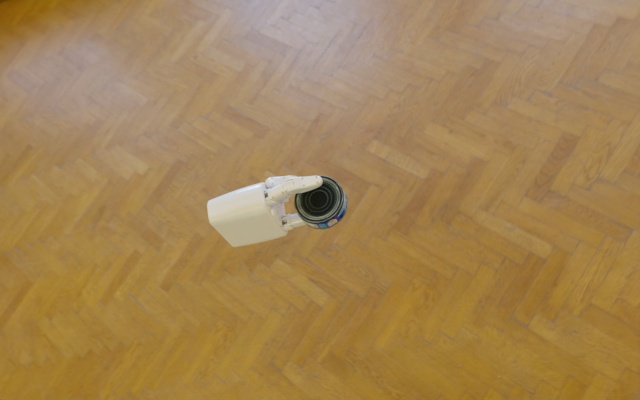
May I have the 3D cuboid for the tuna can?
[{"bbox_3d":[0.000,0.002,0.791,0.086,0.086,0.034,0,-20,15],"label":"tuna can"}]
